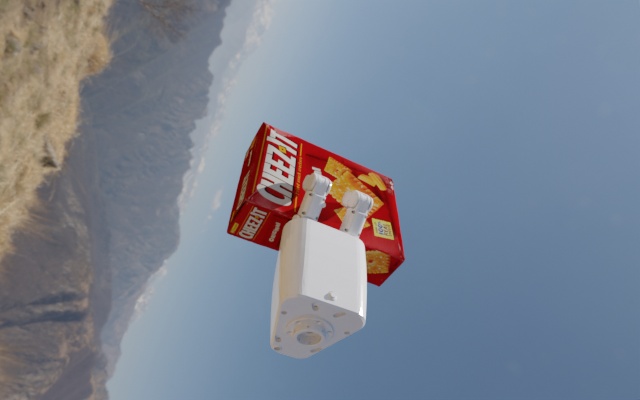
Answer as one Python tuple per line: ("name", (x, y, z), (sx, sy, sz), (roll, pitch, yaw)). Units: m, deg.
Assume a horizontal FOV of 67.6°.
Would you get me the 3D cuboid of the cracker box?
("cracker box", (0.000, 0.002, 0.633), (0.214, 0.164, 0.072), (22, -51, -17))
